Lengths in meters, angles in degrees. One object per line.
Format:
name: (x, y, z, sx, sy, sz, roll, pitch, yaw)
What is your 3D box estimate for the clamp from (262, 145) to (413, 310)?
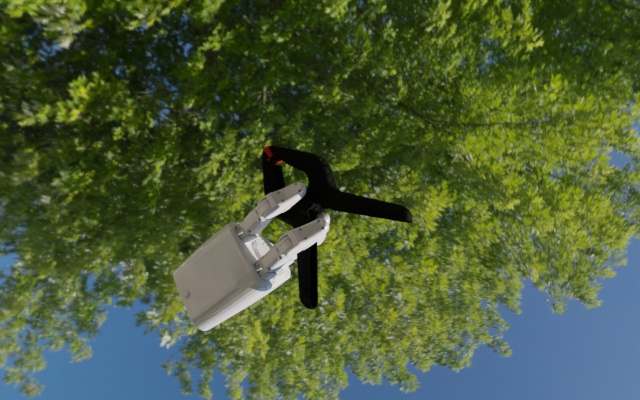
clamp: (0.000, 0.002, 0.585, 0.164, 0.210, 0.036, -36, -25, 11)
